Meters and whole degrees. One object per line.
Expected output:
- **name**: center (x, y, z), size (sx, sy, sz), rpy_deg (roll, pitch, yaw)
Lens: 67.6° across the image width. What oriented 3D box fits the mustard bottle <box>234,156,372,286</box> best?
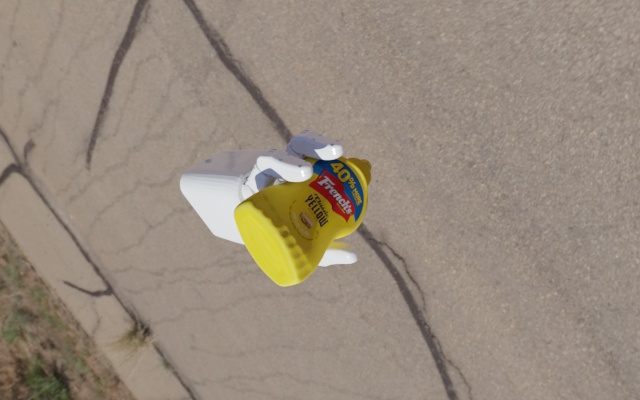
- **mustard bottle**: center (0.000, 0.002, 0.519), size (0.058, 0.096, 0.191), rpy_deg (-25, 10, 46)
